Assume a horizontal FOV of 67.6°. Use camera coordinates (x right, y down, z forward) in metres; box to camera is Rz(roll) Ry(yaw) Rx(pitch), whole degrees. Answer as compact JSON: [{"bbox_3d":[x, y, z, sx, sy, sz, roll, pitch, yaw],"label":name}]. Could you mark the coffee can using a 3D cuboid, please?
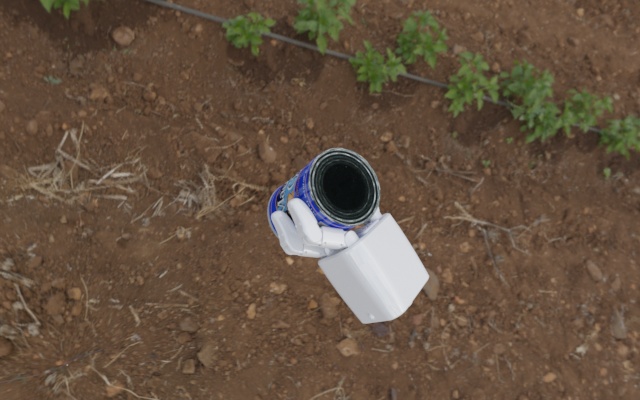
[{"bbox_3d":[0.000,0.002,0.649,0.103,0.102,0.140,0,-17,-28],"label":"coffee can"}]
